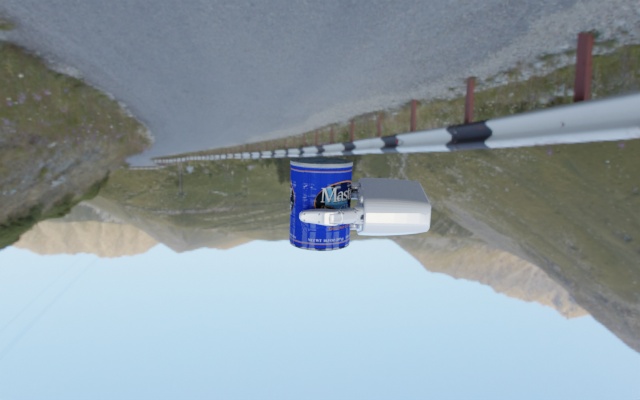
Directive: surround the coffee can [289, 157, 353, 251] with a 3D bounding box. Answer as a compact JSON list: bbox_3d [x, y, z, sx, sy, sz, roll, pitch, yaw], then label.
[{"bbox_3d":[0.000,0.002,0.794,0.103,0.140,0.103,1,11,0],"label":"coffee can"}]
